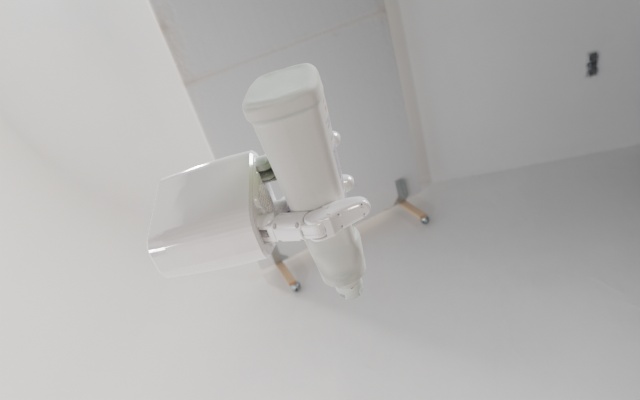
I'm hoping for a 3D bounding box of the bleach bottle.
[{"bbox_3d":[0.000,0.001,0.471,0.068,0.251,0.102,-14,29,7],"label":"bleach bottle"}]
